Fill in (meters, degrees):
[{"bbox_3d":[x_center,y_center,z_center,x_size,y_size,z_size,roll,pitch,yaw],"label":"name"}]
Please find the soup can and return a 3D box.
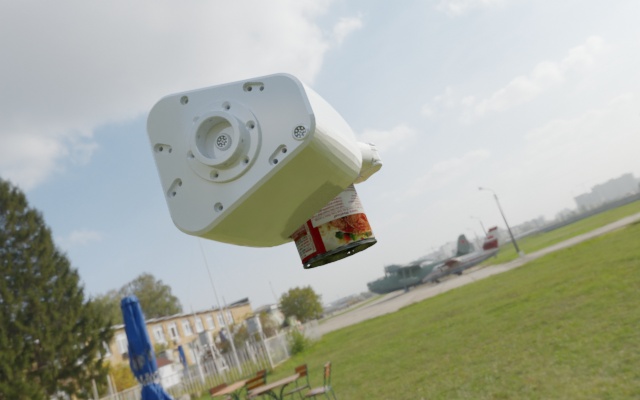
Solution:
[{"bbox_3d":[0.000,0.001,0.422,0.068,0.102,0.068,-19,-13,-5],"label":"soup can"}]
